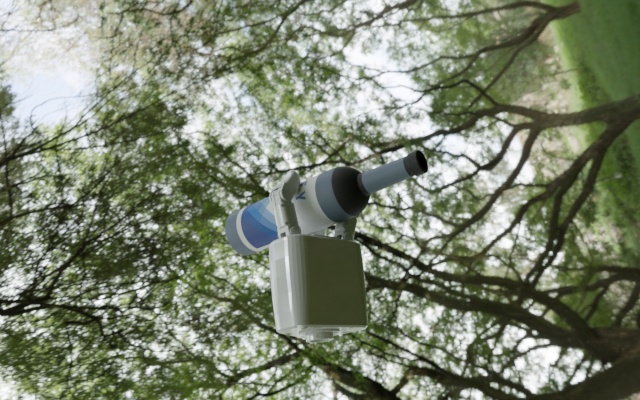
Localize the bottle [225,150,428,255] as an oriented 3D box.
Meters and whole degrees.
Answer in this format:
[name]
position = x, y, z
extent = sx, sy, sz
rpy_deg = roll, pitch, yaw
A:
[bottle]
position = 0.000, 0.002, 0.613
extent = 0.296, 0.069, 0.069
rpy_deg = -22, -13, 34
